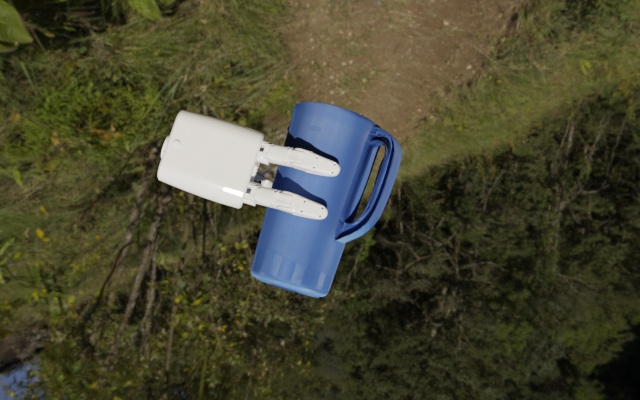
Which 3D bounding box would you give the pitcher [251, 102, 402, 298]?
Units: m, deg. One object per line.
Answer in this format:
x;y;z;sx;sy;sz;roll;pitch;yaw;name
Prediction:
0.000;0.002;0.639;0.145;0.243;0.149;18;-8;-9;pitcher
